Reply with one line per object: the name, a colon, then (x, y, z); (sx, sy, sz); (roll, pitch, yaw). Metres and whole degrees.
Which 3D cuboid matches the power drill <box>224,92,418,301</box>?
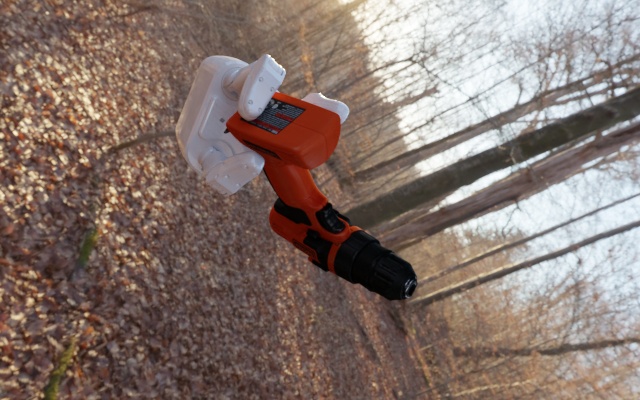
power drill: (0.000, 0.001, 0.436); (0.184, 0.188, 0.057); (26, 59, 37)
